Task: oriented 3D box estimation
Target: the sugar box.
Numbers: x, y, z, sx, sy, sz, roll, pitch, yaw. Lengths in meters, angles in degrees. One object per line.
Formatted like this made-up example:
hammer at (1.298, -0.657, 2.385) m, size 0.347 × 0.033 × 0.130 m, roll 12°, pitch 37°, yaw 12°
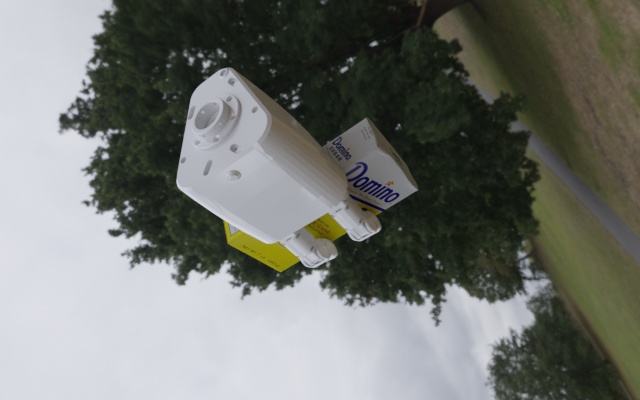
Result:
sugar box at (0.000, 0.002, 0.478) m, size 0.176 × 0.048 × 0.093 m, roll -31°, pitch -38°, yaw 18°
